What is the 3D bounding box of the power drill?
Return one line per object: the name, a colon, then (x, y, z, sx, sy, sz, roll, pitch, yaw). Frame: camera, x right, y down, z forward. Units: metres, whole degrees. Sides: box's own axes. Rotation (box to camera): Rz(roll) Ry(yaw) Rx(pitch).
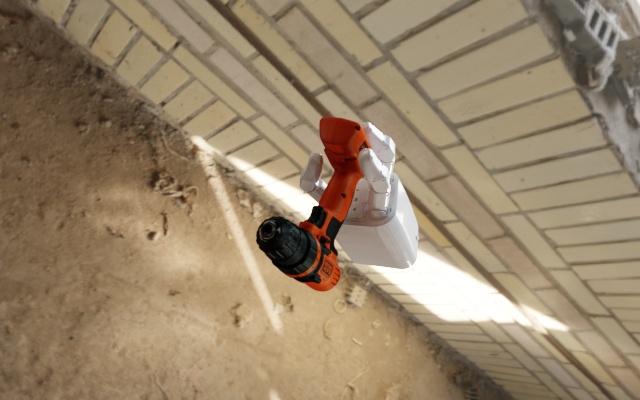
power drill: (0.000, 0.002, 0.550, 0.057, 0.187, 0.184, 15, -17, 23)
